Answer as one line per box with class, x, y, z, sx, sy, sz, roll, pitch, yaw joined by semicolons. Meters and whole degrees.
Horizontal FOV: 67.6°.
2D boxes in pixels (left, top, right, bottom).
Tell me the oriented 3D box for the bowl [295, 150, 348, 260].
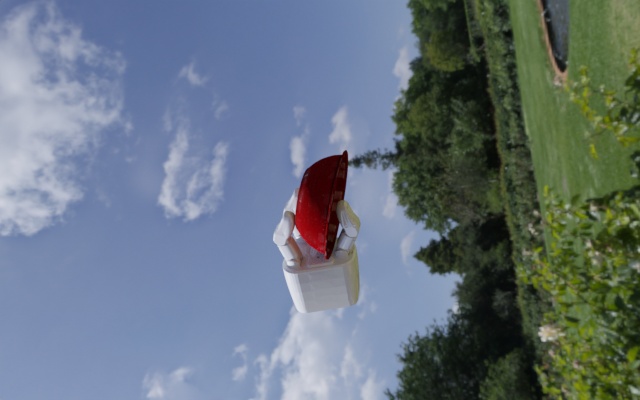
bowl;0.000;0.001;0.698;0.055;0.162;0.162;10;1;7
